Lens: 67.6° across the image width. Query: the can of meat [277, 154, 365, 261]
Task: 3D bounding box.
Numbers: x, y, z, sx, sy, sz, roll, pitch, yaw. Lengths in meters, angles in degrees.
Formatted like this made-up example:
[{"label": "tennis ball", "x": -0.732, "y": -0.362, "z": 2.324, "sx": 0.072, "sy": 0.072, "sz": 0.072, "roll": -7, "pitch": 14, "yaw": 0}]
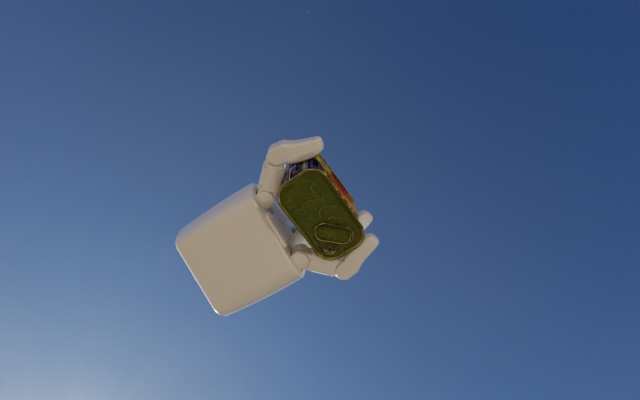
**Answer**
[{"label": "can of meat", "x": 0.000, "y": 0.001, "z": 0.523, "sx": 0.057, "sy": 0.102, "sz": 0.084, "roll": -33, "pitch": 19, "yaw": 11}]
